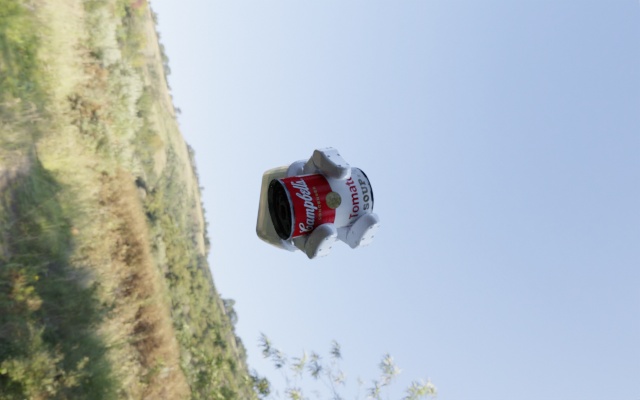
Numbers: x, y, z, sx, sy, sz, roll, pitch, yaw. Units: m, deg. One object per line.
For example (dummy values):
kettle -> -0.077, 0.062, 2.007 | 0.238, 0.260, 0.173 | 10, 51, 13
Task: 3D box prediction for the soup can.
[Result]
soup can -> 0.001, 0.002, 0.538 | 0.102, 0.068, 0.068 | -11, 5, -25
